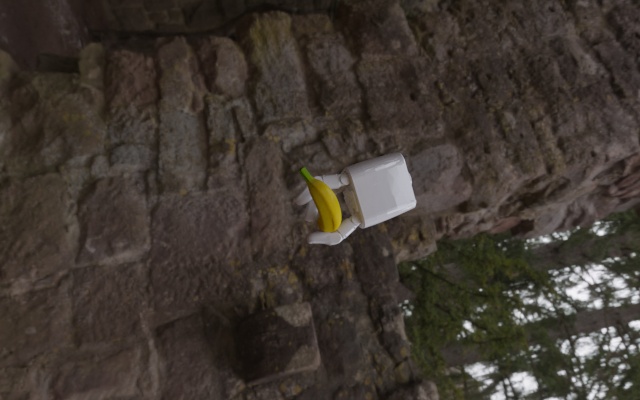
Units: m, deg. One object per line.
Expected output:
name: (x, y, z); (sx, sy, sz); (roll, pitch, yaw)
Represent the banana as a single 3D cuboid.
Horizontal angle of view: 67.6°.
banana: (0.009, 0.015, 0.799); (0.037, 0.069, 0.198); (-29, -29, -8)
